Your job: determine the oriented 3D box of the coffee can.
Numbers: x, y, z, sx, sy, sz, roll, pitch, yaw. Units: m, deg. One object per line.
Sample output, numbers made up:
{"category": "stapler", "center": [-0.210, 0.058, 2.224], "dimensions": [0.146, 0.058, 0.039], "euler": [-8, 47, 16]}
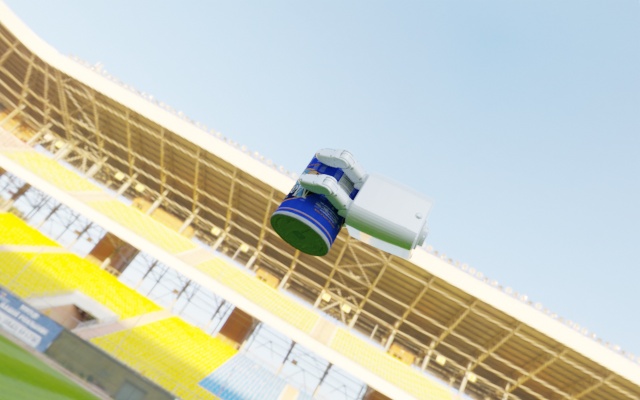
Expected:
{"category": "coffee can", "center": [0.000, 0.003, 0.756], "dimensions": [0.103, 0.140, 0.103], "euler": [25, -29, 15]}
